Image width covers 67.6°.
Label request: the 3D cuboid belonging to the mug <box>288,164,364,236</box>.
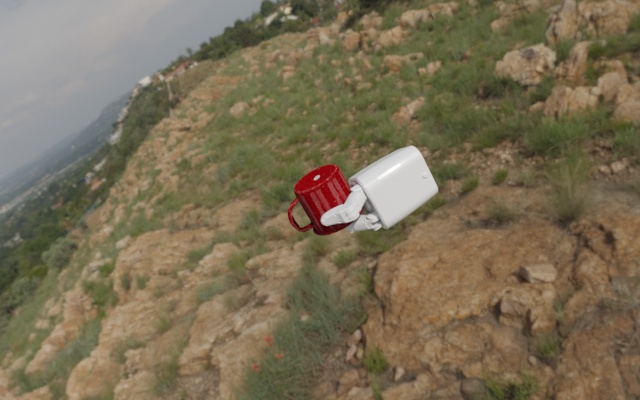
[{"bbox_3d":[-0.001,0.003,0.762,0.117,0.081,0.093,-33,22,-6],"label":"mug"}]
